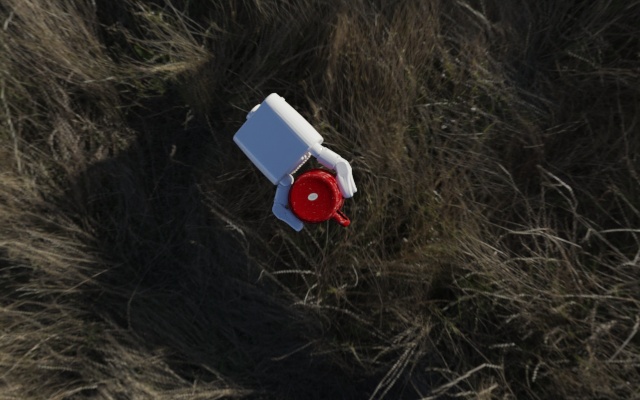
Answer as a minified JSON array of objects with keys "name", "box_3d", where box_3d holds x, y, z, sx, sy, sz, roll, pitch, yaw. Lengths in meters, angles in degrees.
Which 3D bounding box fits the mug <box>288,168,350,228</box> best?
[{"name":"mug","box_3d":[0.001,0.004,0.781,0.117,0.093,0.081,44,7,0]}]
